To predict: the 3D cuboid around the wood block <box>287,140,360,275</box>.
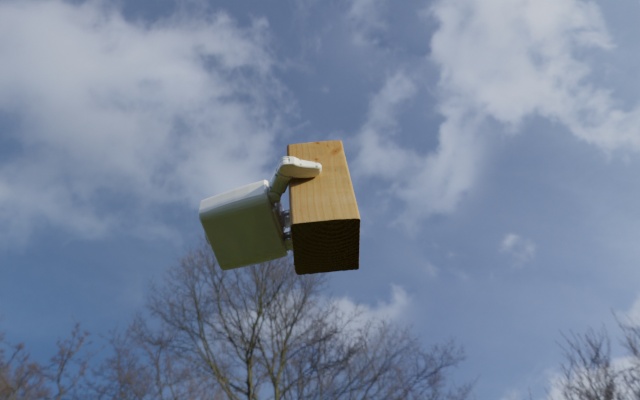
[{"bbox_3d":[0.000,0.002,0.702,0.090,0.091,0.206,-5,36,-2],"label":"wood block"}]
